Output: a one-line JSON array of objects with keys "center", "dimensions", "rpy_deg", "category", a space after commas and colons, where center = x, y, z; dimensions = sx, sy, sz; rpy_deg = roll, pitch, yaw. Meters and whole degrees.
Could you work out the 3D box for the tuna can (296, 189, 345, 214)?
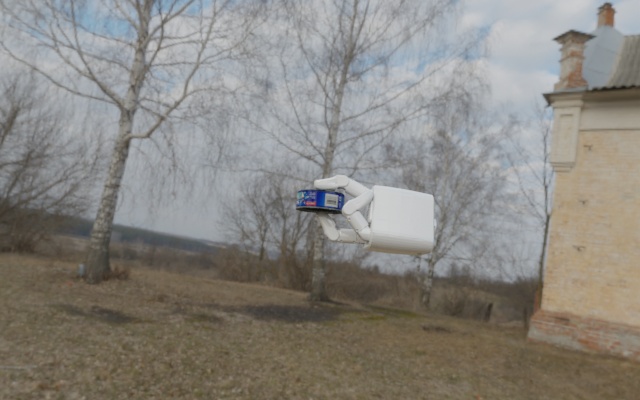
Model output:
[{"center": [0.000, 0.002, 0.850], "dimensions": [0.086, 0.033, 0.086], "rpy_deg": [5, -7, 1], "category": "tuna can"}]
